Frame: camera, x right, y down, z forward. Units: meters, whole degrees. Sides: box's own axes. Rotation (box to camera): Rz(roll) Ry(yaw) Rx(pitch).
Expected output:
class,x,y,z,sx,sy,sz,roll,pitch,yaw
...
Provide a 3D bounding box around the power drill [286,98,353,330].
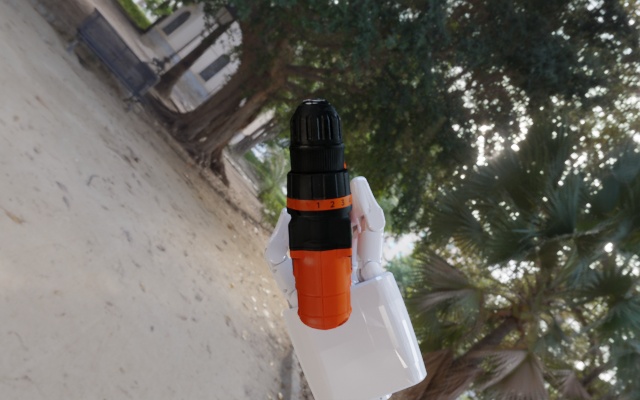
class,x,y,z,sx,sy,sz,roll,pitch,yaw
power drill,0.000,0.002,0.447,0.057,0.184,0.187,0,10,3
